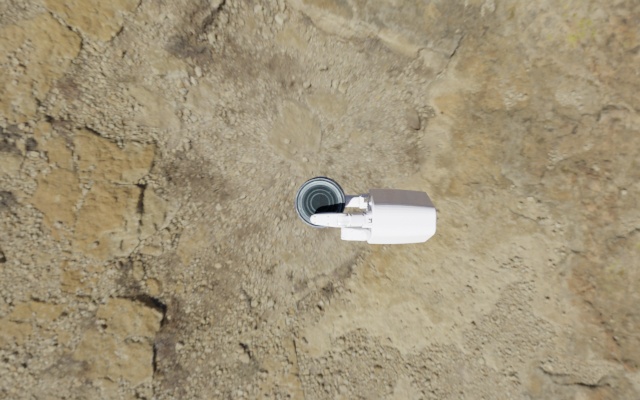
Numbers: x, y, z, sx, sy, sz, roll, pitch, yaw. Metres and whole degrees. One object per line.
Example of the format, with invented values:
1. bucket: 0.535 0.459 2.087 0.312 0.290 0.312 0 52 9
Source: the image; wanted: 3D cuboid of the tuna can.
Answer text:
1. tuna can: 0.000 0.003 0.809 0.086 0.086 0.034 0 6 4
